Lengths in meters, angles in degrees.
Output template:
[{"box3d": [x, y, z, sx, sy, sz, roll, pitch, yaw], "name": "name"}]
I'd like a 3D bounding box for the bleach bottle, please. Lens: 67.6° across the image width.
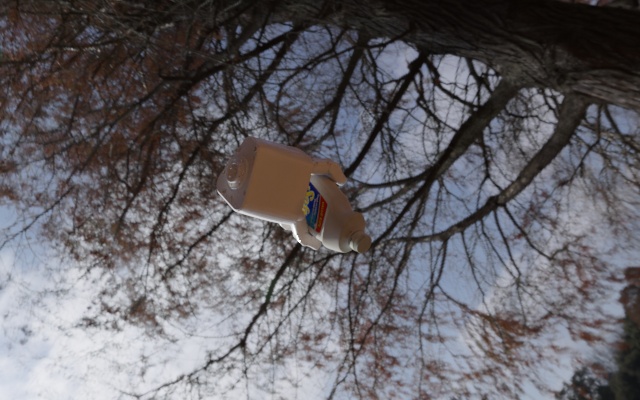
[{"box3d": [0.000, 0.003, 0.797, 0.068, 0.102, 0.250, 14, 18, -43], "name": "bleach bottle"}]
